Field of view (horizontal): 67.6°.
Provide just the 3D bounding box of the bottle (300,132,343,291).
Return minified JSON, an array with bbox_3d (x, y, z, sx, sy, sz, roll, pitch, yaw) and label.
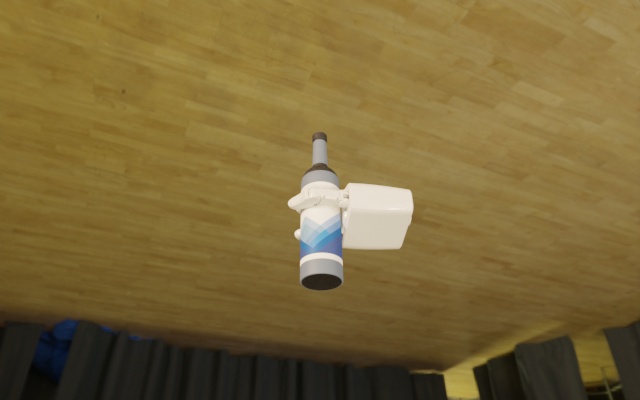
[{"bbox_3d":[0.000,0.003,0.809,0.069,0.295,0.069,-1,-34,0],"label":"bottle"}]
